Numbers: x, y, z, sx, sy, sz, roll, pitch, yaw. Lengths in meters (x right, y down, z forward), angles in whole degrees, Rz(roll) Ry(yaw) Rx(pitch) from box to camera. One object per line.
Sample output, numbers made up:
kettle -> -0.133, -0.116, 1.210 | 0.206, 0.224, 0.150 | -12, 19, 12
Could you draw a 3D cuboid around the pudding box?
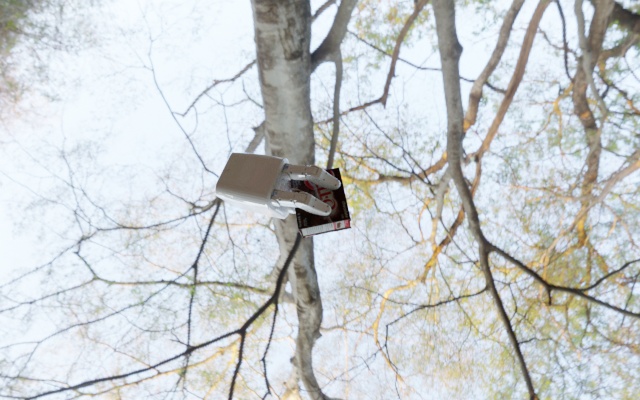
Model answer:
pudding box -> 0.000, 0.003, 0.824 | 0.090, 0.113, 0.039 | -12, -32, 2
